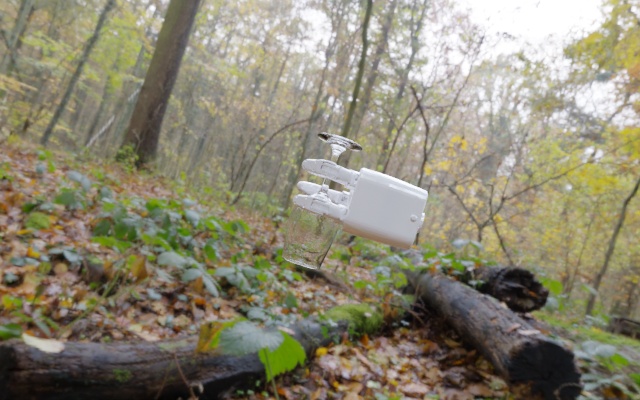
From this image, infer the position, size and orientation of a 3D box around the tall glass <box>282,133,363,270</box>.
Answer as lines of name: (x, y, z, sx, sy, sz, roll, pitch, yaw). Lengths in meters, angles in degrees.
tall glass: (0.000, 0.002, 0.740, 0.079, 0.201, 0.079, 18, -3, 1)
